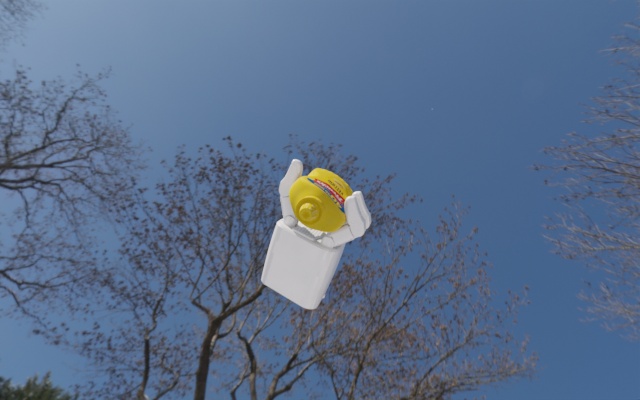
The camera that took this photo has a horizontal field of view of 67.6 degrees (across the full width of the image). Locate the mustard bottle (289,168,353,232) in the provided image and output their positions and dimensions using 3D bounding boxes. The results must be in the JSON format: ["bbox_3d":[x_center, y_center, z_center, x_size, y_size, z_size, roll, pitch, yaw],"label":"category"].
[{"bbox_3d":[0.000,0.002,0.728,0.058,0.096,0.191,-46,-2,17],"label":"mustard bottle"}]
